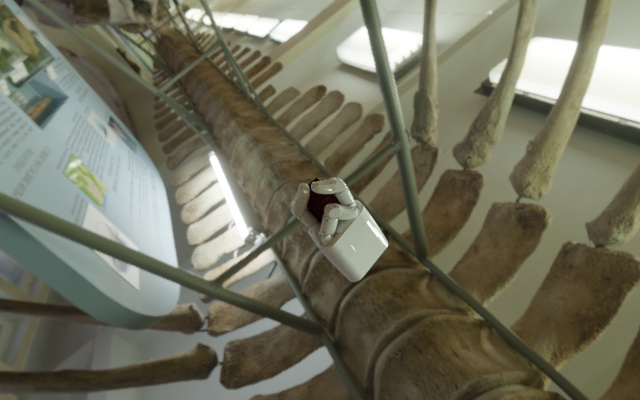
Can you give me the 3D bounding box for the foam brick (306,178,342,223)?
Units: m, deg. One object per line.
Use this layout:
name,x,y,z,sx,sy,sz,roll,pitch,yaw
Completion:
foam brick,0.000,0.003,0.884,0.053,0.051,0.078,-40,30,-1
